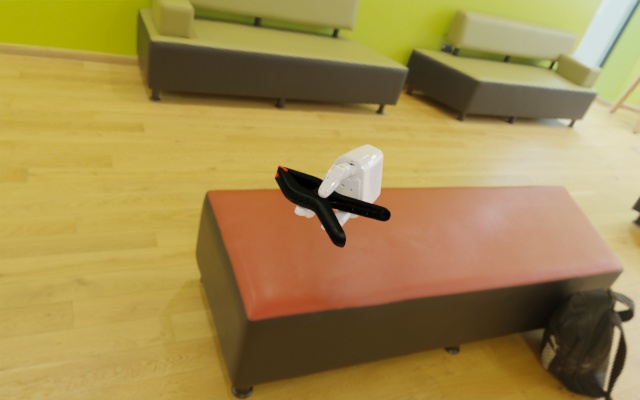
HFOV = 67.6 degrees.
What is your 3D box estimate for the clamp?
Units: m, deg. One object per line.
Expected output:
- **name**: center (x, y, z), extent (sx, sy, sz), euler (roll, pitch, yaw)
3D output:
- **clamp**: center (0.000, 0.002, 0.803), extent (0.210, 0.036, 0.164), euler (29, 28, 17)
